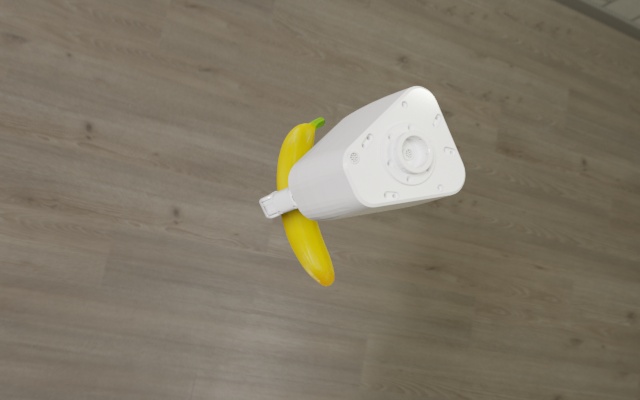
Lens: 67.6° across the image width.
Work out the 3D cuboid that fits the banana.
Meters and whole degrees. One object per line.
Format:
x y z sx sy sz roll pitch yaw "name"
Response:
-0.016 -0.002 0.533 0.069 0.198 0.037 1 -7 -30 "banana"
